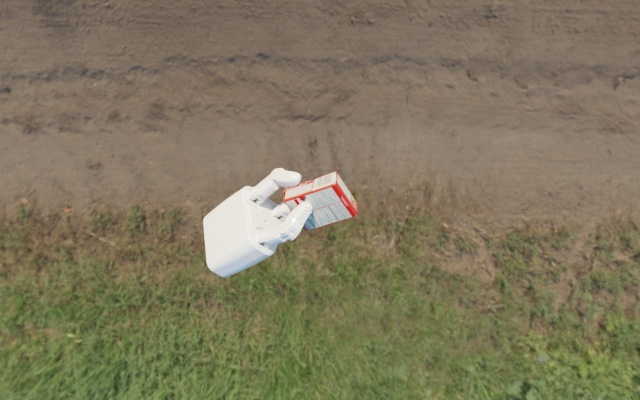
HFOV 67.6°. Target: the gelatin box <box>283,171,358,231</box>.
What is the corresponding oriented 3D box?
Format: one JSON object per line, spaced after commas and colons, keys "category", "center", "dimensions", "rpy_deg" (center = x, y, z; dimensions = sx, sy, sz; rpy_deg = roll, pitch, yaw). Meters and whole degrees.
{"category": "gelatin box", "center": [0.000, 0.003, 0.707], "dimensions": [0.089, 0.030, 0.073], "rpy_deg": [-18, -49, 23]}
